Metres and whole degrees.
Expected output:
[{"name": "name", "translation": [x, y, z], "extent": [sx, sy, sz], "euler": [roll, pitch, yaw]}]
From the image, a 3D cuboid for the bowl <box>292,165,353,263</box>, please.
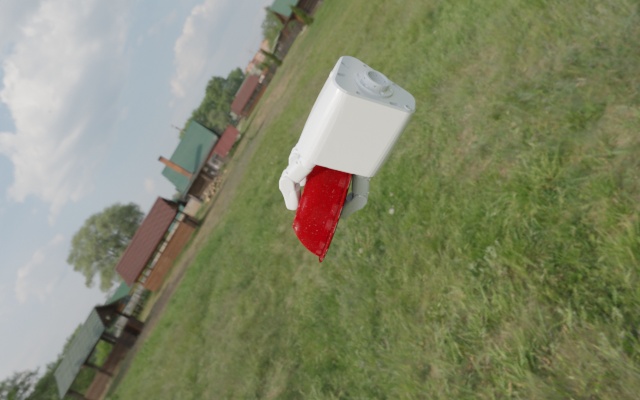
[{"name": "bowl", "translation": [-0.001, 0.003, 0.670], "extent": [0.055, 0.162, 0.162], "euler": [17, -1, -1]}]
